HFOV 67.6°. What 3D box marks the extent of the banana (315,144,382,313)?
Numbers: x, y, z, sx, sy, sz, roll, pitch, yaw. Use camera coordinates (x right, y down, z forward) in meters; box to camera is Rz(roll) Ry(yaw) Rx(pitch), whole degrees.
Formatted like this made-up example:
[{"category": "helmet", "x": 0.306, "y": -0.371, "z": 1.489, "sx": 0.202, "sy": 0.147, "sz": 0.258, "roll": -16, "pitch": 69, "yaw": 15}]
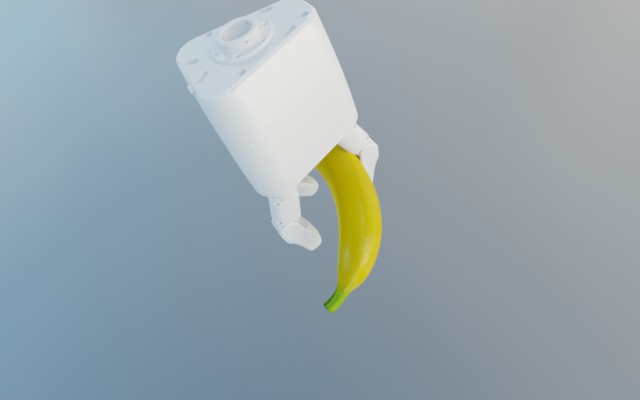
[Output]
[{"category": "banana", "x": 0.017, "y": -0.002, "z": 0.436, "sx": 0.069, "sy": 0.197, "sz": 0.037, "roll": -22, "pitch": -38, "yaw": 17}]
